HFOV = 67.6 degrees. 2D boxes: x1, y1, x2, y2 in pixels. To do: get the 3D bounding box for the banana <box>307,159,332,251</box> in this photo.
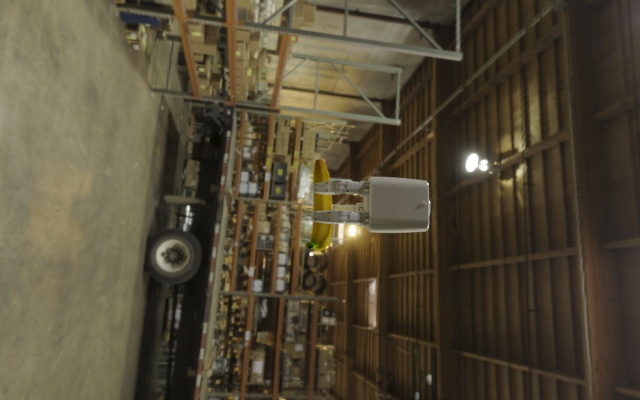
[{"bbox_3d":[0.002,0.016,0.882,0.037,0.197,0.070,-2,-35,7],"label":"banana"}]
